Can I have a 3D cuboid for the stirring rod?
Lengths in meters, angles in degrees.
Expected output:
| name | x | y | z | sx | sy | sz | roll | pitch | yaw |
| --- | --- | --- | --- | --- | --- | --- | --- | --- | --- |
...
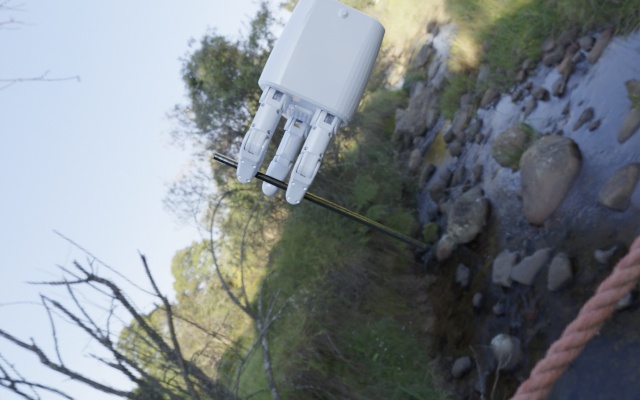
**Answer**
| name | x | y | z | sx | sy | sz | roll | pitch | yaw |
| --- | --- | --- | --- | --- | --- | --- | --- | --- | --- |
| stirring rod | 0.000 | 0.002 | 0.503 | 0.239 | 0.011 | 0.011 | 24 | -1 | -3 |
